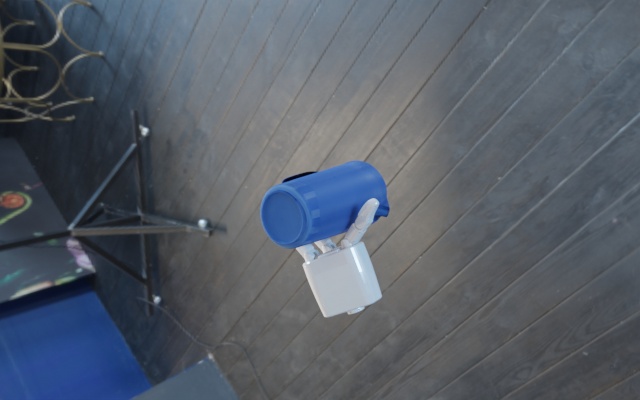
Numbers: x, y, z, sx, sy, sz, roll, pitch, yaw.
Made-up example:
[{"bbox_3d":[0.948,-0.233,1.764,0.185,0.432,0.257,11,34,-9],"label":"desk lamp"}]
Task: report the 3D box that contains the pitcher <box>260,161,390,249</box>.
[{"bbox_3d":[0.000,0.003,0.868,0.149,0.145,0.243,-23,-4,37],"label":"pitcher"}]
